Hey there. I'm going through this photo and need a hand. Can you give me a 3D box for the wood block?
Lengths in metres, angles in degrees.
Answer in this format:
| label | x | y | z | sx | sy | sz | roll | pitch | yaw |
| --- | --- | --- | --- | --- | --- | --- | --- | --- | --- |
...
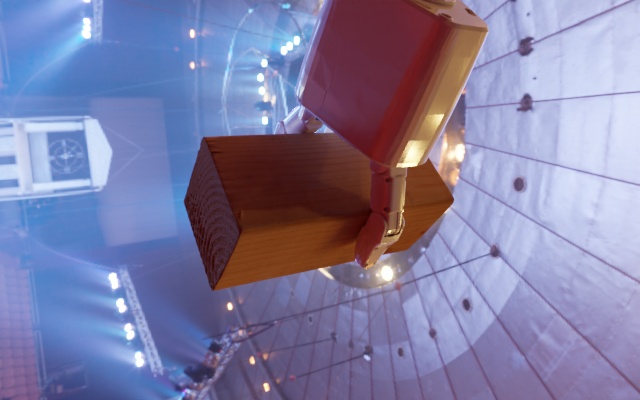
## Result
| label | x | y | z | sx | sy | sz | roll | pitch | yaw |
| --- | --- | --- | --- | --- | --- | --- | --- | --- | --- |
| wood block | 0.000 | 0.001 | 0.417 | 0.206 | 0.090 | 0.090 | -7 | -32 | -32 |
